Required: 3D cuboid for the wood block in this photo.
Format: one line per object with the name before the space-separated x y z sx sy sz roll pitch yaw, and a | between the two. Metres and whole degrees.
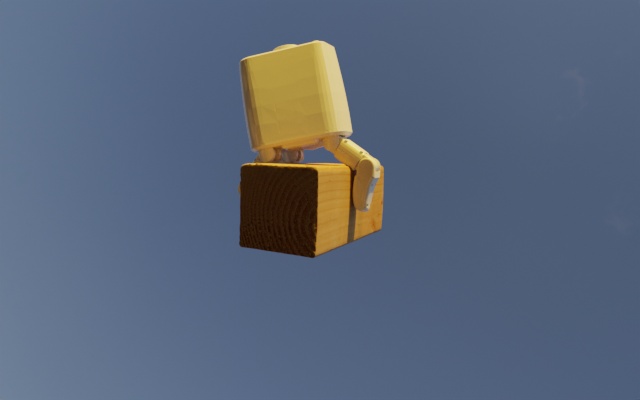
wood block | 0.000 0.001 0.566 0.091 0.090 0.206 5 6 25
